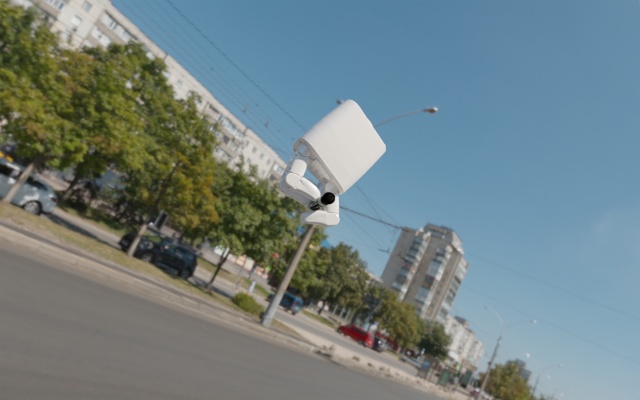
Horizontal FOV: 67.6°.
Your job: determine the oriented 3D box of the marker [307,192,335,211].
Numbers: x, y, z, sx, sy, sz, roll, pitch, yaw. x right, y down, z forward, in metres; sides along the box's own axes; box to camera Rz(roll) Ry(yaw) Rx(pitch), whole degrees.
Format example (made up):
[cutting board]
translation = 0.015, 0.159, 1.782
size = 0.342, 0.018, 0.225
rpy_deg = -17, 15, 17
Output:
[marker]
translation = 0.000, 0.002, 0.740
size = 0.020, 0.020, 0.121
rpy_deg = 0, -6, -13
